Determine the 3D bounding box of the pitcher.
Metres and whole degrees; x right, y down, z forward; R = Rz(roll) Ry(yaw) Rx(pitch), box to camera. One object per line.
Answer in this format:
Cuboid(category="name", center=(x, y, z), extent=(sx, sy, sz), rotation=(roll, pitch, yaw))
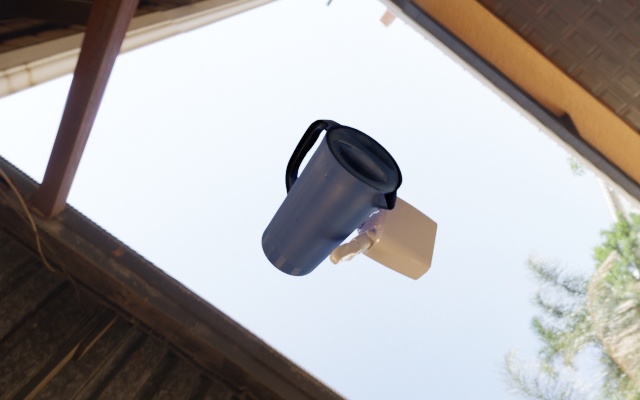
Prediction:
Cuboid(category="pitcher", center=(0.000, 0.003, 0.749), extent=(0.145, 0.243, 0.149), rotation=(28, 36, -15))
